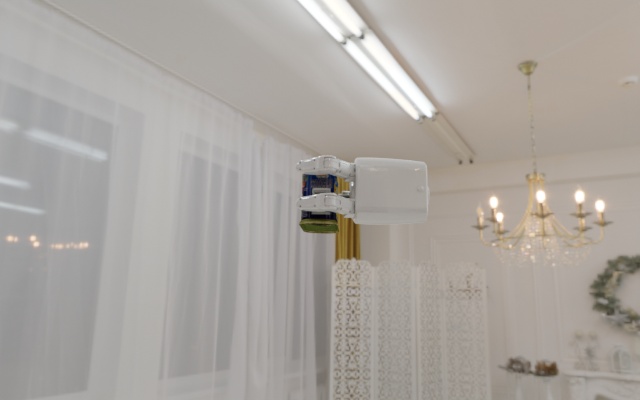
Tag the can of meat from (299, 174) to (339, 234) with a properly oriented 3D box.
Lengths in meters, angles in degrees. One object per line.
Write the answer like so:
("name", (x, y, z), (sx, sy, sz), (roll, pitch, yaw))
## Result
("can of meat", (0.000, 0.002, 0.735), (0.057, 0.084, 0.102), (1, -12, 4))
